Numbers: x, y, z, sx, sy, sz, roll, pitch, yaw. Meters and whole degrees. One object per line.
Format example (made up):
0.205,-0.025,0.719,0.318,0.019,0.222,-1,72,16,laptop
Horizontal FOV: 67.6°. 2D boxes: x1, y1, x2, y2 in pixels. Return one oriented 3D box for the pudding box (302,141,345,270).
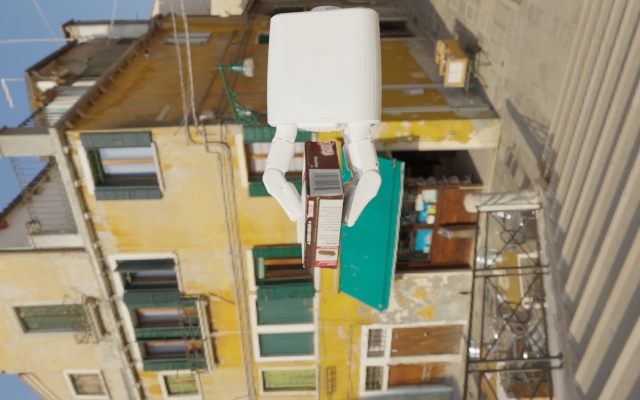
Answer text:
0.000,0.002,0.496,0.039,0.090,0.113,1,33,-2,pudding box
